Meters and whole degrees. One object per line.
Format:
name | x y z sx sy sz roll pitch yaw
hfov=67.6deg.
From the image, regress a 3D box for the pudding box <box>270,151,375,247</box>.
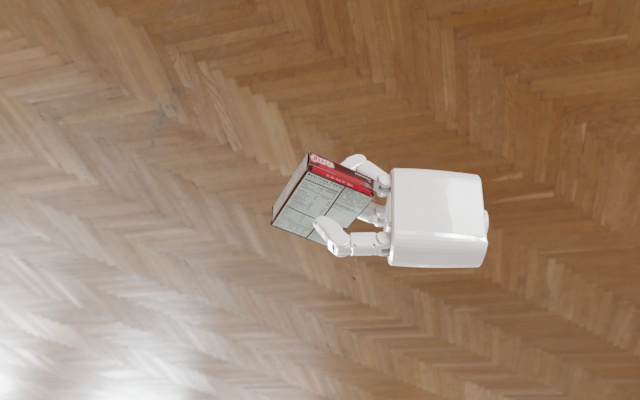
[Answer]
pudding box | 0.000 0.002 0.586 0.090 0.039 0.113 23 -49 -16
